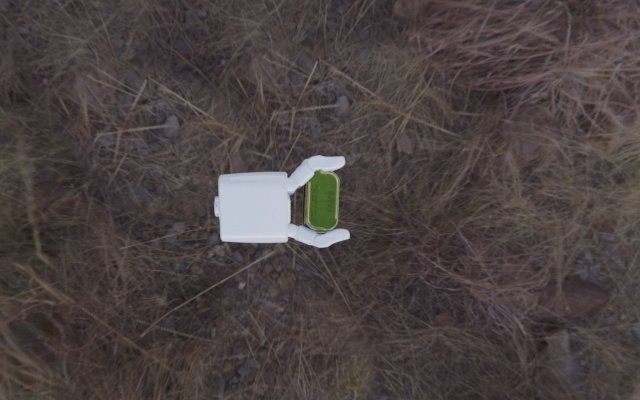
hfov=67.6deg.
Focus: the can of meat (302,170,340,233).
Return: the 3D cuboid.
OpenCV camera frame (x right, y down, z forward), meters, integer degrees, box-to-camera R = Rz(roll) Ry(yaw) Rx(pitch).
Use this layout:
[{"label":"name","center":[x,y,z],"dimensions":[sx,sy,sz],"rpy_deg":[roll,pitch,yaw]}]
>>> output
[{"label":"can of meat","center":[0.000,0.003,0.799],"dimensions":[0.057,0.102,0.084],"rpy_deg":[2,-5,-5]}]
